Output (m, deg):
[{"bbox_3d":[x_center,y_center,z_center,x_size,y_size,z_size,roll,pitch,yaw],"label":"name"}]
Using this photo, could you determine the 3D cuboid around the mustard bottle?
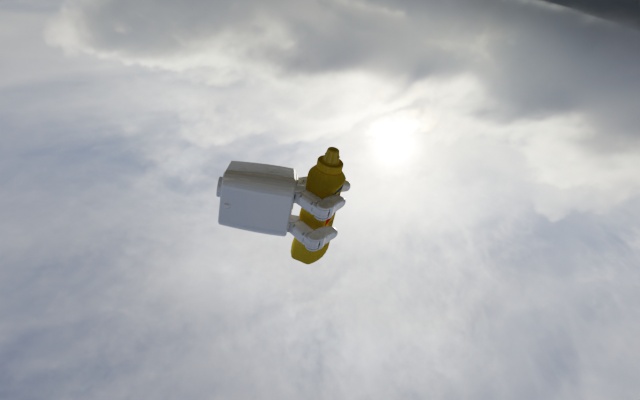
[{"bbox_3d":[0.000,0.003,0.758,0.058,0.192,0.096,22,33,14],"label":"mustard bottle"}]
